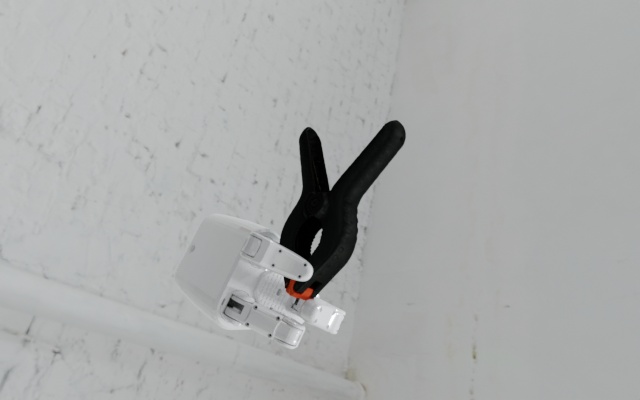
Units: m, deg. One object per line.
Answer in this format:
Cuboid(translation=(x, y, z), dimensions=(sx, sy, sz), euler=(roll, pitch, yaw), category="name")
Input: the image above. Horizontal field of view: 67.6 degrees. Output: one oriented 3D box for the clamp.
Cuboid(translation=(0.000, 0.002, 0.434), dimensions=(0.039, 0.171, 0.120), euler=(32, -10, -36), category="clamp")
